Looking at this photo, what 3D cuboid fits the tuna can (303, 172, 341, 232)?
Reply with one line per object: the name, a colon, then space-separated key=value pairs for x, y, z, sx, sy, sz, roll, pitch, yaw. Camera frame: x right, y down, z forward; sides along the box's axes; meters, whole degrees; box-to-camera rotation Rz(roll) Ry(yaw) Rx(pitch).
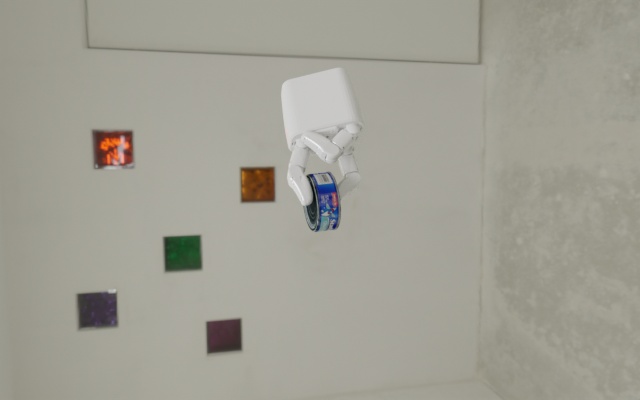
tuna can: x=0.000 y=0.002 z=0.690 sx=0.034 sy=0.086 sz=0.086 roll=-7 pitch=2 yaw=-16
